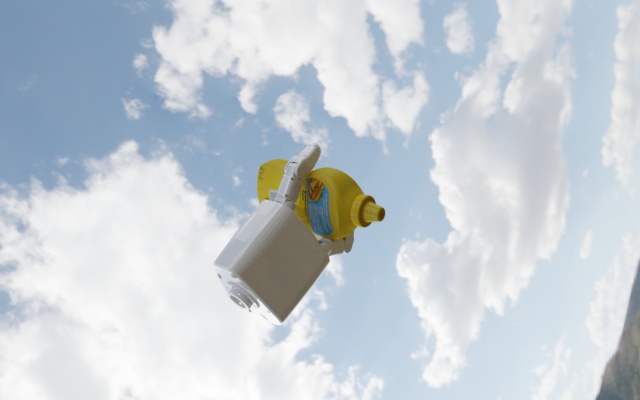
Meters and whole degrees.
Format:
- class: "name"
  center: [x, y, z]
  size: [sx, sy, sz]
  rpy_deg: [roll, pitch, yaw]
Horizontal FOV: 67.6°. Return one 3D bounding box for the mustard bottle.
- class: "mustard bottle"
  center: [0.000, 0.002, 0.633]
  size: [0.191, 0.096, 0.058]
  rpy_deg: [12, 27, 39]
